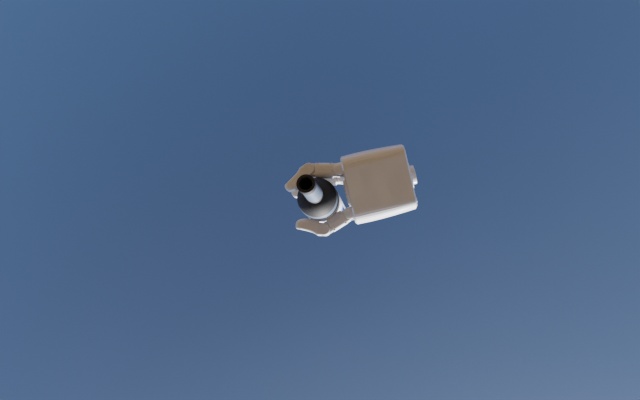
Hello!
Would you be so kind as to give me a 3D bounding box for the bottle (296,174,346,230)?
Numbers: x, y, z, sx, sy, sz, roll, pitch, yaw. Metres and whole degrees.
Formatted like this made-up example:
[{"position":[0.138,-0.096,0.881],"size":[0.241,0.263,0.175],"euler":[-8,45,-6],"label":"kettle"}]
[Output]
[{"position":[0.000,0.003,0.812],"size":[0.069,0.069,0.296],"euler":[0,-10,8],"label":"bottle"}]
